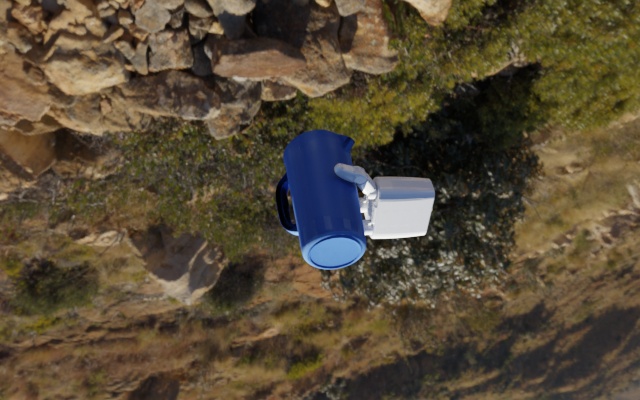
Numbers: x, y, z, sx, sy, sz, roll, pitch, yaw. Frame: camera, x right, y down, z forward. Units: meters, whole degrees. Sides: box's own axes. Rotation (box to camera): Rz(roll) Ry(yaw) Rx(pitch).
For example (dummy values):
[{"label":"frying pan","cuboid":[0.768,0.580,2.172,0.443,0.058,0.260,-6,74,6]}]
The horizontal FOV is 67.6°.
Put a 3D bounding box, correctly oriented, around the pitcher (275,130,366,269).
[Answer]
[{"label":"pitcher","cuboid":[0.000,0.003,0.863,0.145,0.242,0.149,0,-42,-11]}]
